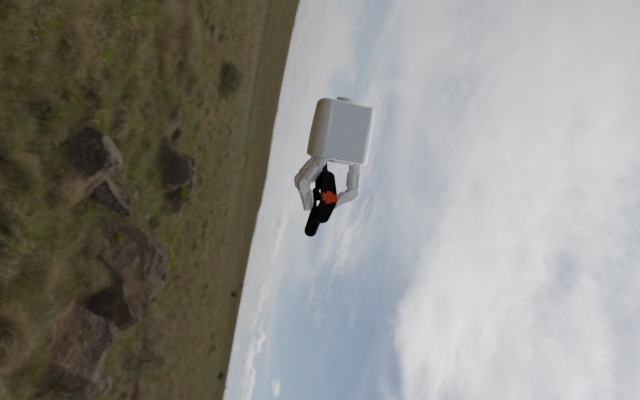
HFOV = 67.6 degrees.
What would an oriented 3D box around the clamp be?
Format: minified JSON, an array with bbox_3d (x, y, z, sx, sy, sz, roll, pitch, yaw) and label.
[{"bbox_3d":[0.001,0.003,0.893,0.036,0.164,0.210,8,7,-8],"label":"clamp"}]
